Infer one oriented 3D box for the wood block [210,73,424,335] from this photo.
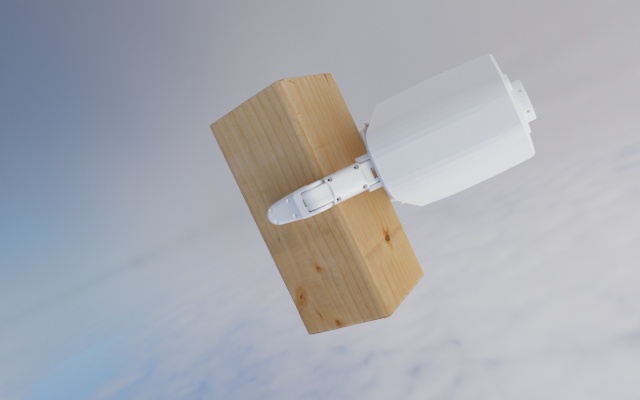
[{"bbox_3d":[0.000,0.001,0.432,0.090,0.206,0.091,-23,3,35],"label":"wood block"}]
